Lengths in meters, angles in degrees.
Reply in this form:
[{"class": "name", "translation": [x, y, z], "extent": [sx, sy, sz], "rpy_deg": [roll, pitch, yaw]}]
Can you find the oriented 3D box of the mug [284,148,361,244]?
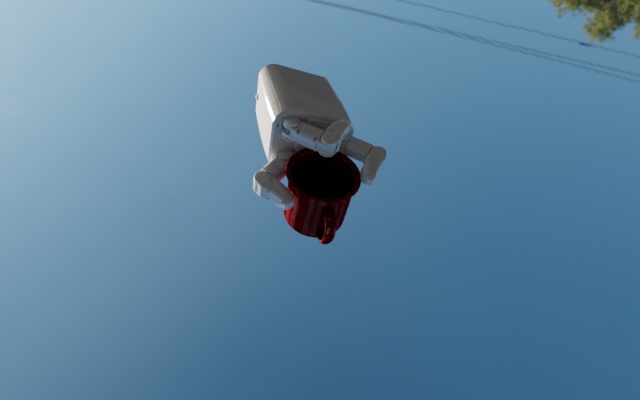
[{"class": "mug", "translation": [0.000, 0.003, 0.597], "extent": [0.093, 0.117, 0.082], "rpy_deg": [-4, -40, -16]}]
